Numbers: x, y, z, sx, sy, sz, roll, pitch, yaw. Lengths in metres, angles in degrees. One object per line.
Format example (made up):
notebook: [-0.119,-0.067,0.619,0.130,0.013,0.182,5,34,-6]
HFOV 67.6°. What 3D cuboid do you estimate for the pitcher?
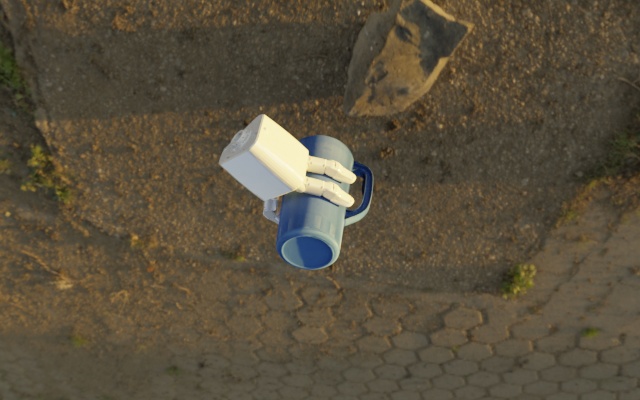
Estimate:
pitcher: [0.000,0.003,0.876,0.149,0.242,0.145,-29,-55,31]
